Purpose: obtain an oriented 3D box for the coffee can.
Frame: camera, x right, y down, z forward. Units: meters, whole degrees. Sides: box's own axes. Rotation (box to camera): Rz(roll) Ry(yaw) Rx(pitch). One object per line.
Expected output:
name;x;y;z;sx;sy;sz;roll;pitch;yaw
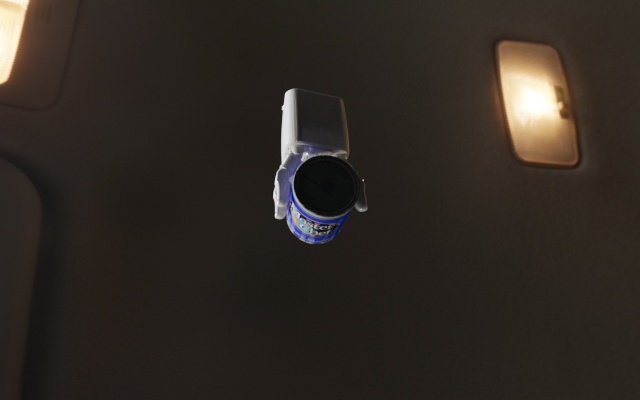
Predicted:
coffee can;0.000;0.003;0.779;0.103;0.102;0.140;0;-22;-8
